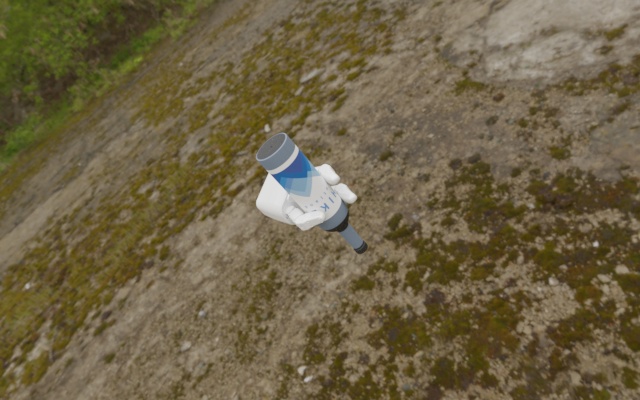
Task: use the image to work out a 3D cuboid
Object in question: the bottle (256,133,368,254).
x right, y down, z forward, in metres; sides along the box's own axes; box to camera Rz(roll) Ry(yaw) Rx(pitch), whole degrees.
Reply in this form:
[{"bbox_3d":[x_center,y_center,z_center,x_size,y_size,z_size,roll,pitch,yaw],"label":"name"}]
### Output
[{"bbox_3d":[0.000,0.003,0.885,0.069,0.069,0.296,0,-40,48],"label":"bottle"}]
